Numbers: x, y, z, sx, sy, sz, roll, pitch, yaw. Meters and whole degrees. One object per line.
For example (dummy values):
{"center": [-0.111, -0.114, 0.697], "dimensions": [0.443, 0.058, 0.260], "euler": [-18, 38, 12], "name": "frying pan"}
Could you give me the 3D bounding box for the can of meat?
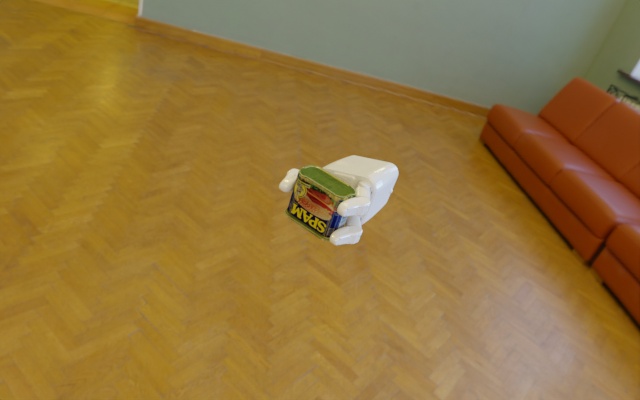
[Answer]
{"center": [0.000, 0.002, 0.768], "dimensions": [0.102, 0.084, 0.057], "euler": [32, 33, 23], "name": "can of meat"}
